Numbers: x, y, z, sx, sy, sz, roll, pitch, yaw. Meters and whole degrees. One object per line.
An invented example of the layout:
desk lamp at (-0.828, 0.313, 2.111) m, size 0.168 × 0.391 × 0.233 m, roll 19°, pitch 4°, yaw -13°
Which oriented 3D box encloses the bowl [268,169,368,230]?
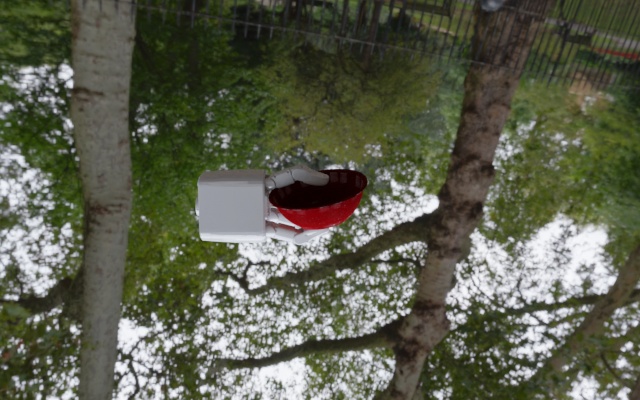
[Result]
bowl at (0.001, 0.003, 0.773) m, size 0.162 × 0.055 × 0.162 m, roll -10°, pitch 23°, yaw 4°
